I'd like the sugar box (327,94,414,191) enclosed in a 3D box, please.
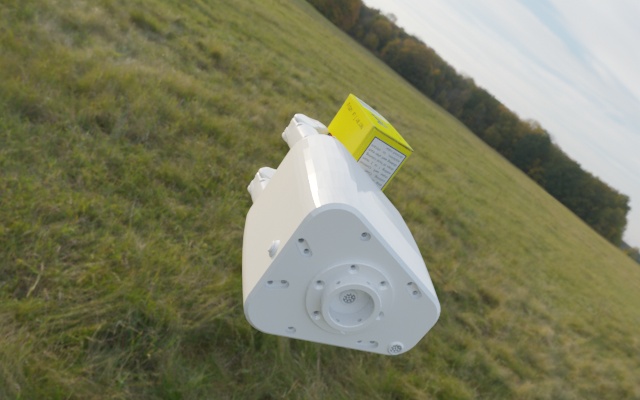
[{"bbox_3d":[0.000,0.001,0.417,0.048,0.176,0.093,30,19,-21],"label":"sugar box"}]
